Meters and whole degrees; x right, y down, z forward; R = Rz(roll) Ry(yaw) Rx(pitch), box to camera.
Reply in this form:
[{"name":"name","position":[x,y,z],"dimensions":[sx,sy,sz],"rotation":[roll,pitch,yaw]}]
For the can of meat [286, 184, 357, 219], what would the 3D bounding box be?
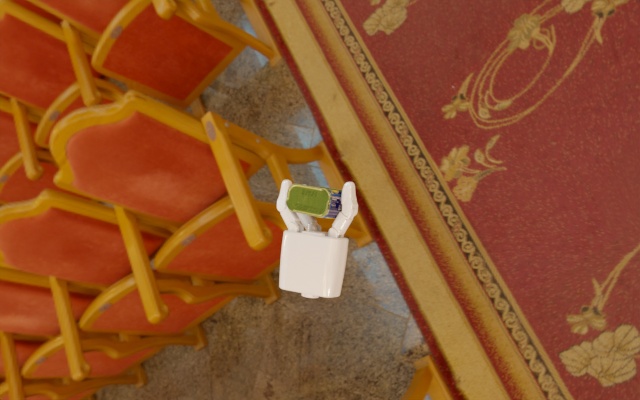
[{"name":"can of meat","position":[0.000,0.003,0.871],"dimensions":[0.102,0.057,0.084],"rotation":[10,2,36]}]
